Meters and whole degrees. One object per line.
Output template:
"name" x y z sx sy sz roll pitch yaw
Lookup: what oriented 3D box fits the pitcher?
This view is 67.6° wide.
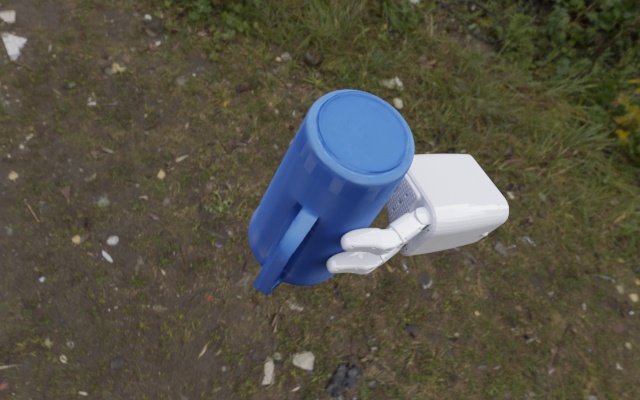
"pitcher" 0.000 0.002 0.526 0.145 0.149 0.243 -3 -27 -21
